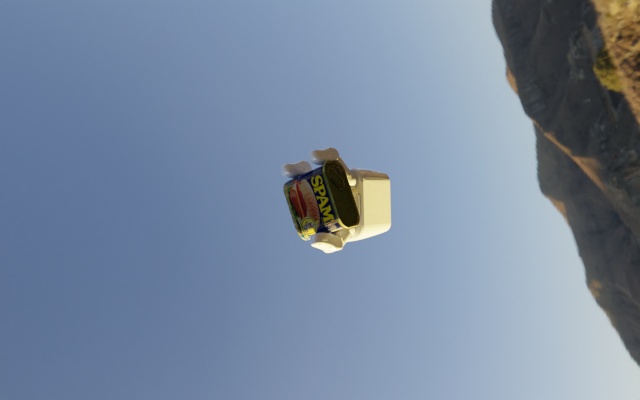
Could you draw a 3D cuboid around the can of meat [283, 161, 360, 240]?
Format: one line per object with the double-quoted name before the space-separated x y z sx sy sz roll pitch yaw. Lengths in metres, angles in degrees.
"can of meat" 0.000 0.003 0.715 0.084 0.102 0.057 -21 -7 34
